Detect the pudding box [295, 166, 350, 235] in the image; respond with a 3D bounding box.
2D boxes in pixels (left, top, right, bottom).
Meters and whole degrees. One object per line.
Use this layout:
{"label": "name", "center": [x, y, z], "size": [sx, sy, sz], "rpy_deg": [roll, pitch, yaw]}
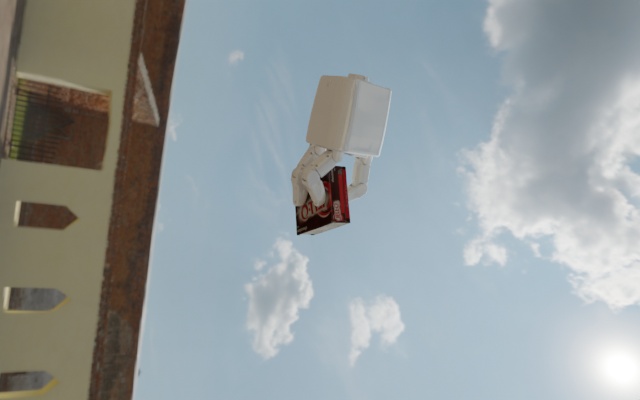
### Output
{"label": "pudding box", "center": [0.000, 0.002, 0.751], "size": [0.039, 0.090, 0.113], "rpy_deg": [5, -16, -29]}
